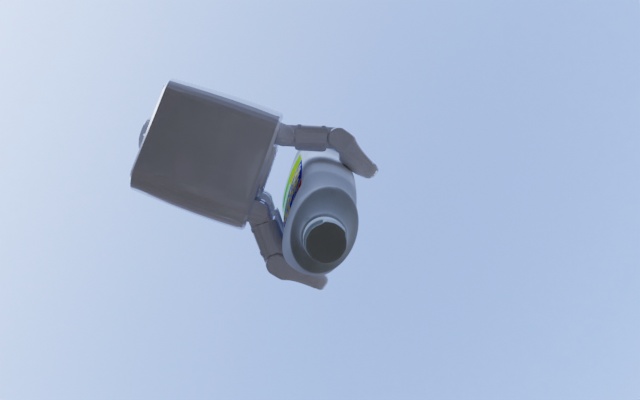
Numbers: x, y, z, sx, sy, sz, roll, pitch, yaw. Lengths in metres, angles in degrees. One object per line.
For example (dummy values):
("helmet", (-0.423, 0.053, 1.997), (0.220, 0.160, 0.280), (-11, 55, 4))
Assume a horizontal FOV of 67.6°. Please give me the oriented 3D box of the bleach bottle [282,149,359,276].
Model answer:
("bleach bottle", (0.000, 0.002, 0.442), (0.068, 0.102, 0.251), (18, 7, -6))
